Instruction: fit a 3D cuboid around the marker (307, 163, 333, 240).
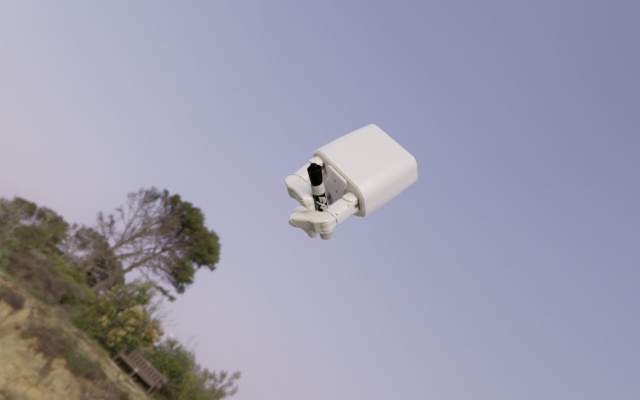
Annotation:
[{"bbox_3d":[0.000,0.002,0.621,0.020,0.121,0.020,-6,39,5],"label":"marker"}]
